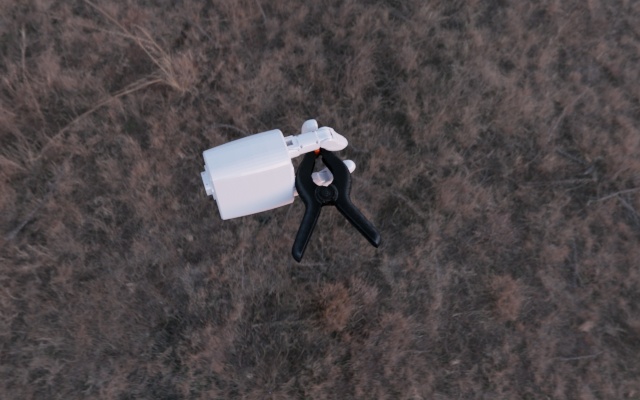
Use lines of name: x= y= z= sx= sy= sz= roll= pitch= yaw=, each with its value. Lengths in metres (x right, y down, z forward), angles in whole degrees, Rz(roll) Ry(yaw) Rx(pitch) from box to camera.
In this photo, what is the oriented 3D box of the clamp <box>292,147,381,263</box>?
clamp: x=0.000 y=0.002 z=0.655 sx=0.120 sy=0.171 sz=0.039 roll=-17 pitch=-19 yaw=-12
